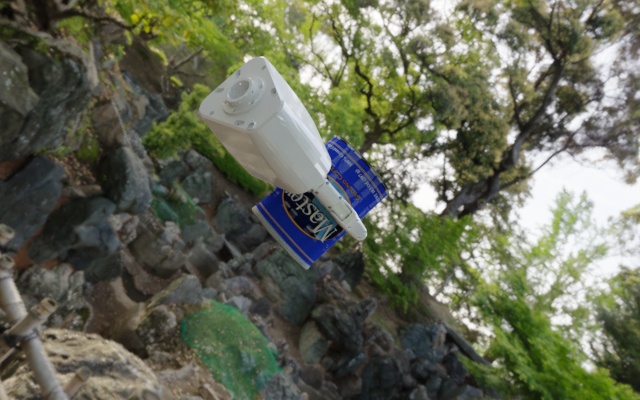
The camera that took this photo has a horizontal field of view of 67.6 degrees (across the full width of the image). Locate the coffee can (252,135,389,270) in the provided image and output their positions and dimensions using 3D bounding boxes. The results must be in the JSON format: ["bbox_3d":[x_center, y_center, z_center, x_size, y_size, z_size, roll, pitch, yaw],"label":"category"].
[{"bbox_3d":[0.000,0.002,0.599,0.140,0.103,0.103,-42,2,-3],"label":"coffee can"}]
